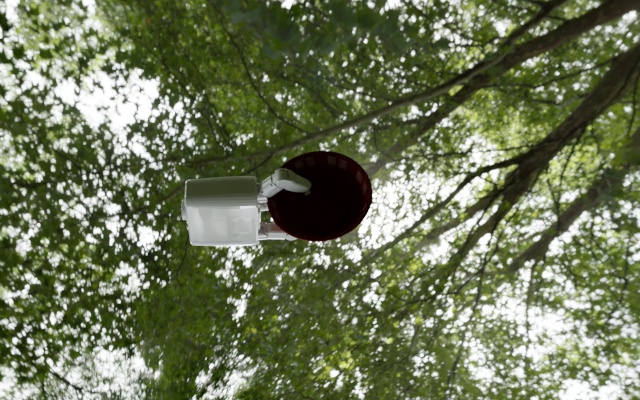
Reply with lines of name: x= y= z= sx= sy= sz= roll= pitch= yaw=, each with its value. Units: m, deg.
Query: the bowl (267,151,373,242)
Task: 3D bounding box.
bowl: x=0.001 y=0.003 z=0.744 sx=0.162 sy=0.162 sz=0.055 roll=0 pitch=-31 yaw=6
